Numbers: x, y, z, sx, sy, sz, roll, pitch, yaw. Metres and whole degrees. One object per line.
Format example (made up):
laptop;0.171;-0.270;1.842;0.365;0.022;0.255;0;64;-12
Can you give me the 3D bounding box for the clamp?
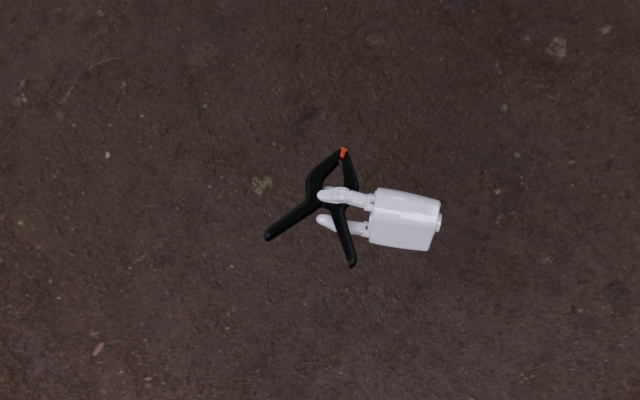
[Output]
clamp;0.000;0.002;0.835;0.164;0.210;0.036;11;-18;7
